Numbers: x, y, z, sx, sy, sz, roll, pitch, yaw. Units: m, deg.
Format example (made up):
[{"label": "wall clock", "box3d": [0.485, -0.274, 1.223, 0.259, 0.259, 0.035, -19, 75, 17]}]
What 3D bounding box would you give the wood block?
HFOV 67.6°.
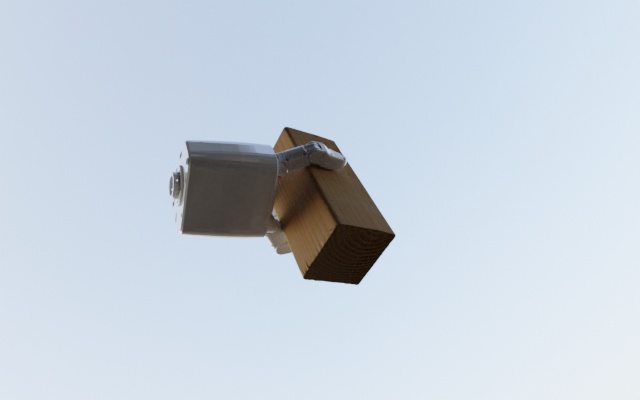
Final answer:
[{"label": "wood block", "box3d": [0.000, 0.002, 0.631, 0.090, 0.091, 0.206, 13, 33, -34]}]
